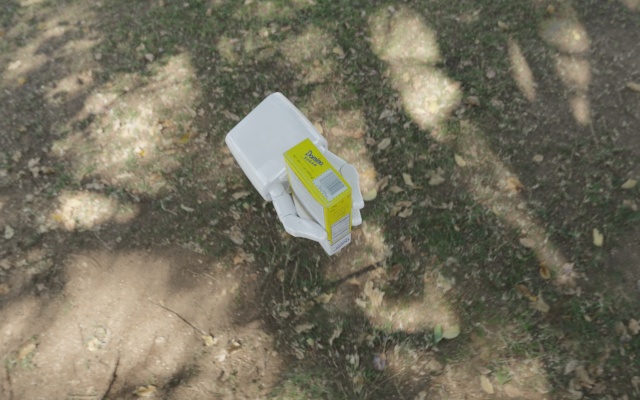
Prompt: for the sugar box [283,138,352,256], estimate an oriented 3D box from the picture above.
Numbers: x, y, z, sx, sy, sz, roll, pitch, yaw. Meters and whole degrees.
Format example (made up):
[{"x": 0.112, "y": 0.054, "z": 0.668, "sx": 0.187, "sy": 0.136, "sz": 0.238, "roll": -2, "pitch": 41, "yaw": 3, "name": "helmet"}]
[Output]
[{"x": 0.000, "y": 0.002, "z": 0.643, "sx": 0.048, "sy": 0.093, "sz": 0.176, "roll": -35, "pitch": -21, "yaw": -10, "name": "sugar box"}]
